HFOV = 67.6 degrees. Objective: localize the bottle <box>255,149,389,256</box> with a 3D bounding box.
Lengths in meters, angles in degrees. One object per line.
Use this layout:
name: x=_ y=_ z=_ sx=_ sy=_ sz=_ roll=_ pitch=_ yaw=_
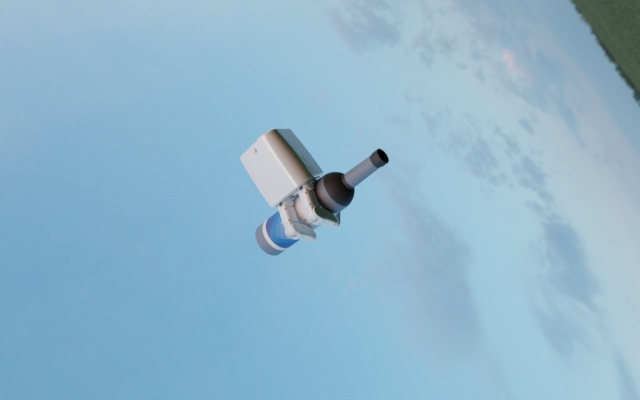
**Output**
bottle: x=0.000 y=0.003 z=0.825 sx=0.296 sy=0.069 sz=0.069 roll=-37 pitch=-23 yaw=34
